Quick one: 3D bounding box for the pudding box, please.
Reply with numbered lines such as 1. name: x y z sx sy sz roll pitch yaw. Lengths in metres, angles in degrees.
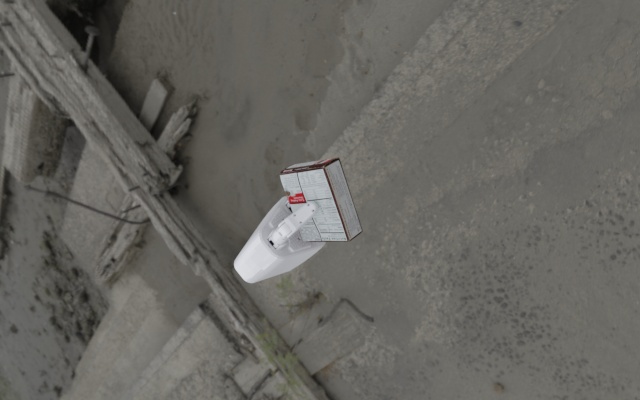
1. pudding box: 0.000 0.002 0.662 0.090 0.113 0.039 -5 22 42
